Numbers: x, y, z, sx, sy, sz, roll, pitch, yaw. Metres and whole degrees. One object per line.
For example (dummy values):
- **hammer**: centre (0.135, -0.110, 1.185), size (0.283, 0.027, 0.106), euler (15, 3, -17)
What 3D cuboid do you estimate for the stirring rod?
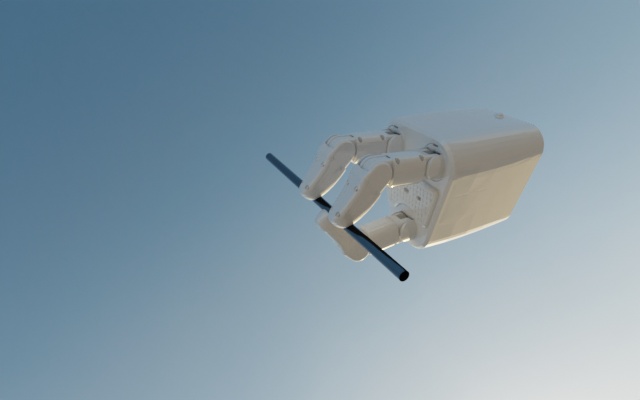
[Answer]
- **stirring rod**: centre (0.000, 0.001, 0.401), size (0.011, 0.011, 0.239), euler (0, 23, -29)
